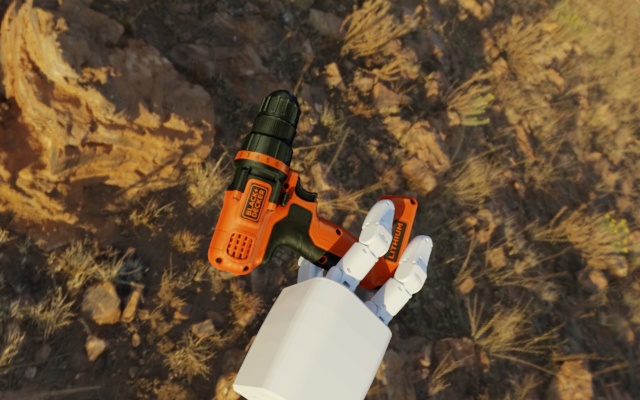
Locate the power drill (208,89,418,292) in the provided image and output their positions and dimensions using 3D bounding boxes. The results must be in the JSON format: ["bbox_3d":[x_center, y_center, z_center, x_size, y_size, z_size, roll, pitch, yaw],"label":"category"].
[{"bbox_3d":[0.000,0.002,0.478,0.188,0.184,0.057,20,-9,-15],"label":"power drill"}]
